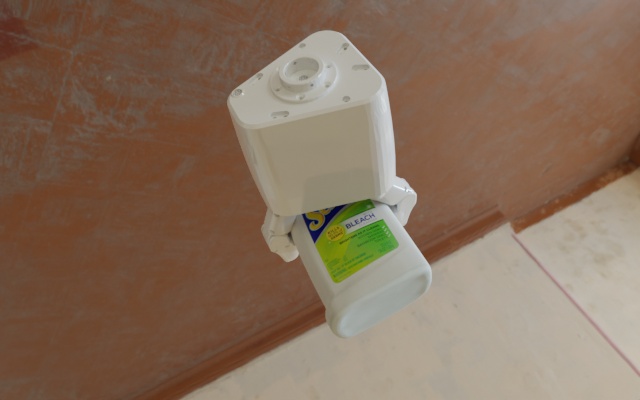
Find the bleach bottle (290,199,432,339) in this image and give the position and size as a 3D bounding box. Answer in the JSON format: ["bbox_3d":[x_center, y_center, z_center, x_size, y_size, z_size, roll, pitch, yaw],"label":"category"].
[{"bbox_3d":[0.000,0.002,0.473,0.102,0.250,0.068,-28,-35,-8],"label":"bleach bottle"}]
